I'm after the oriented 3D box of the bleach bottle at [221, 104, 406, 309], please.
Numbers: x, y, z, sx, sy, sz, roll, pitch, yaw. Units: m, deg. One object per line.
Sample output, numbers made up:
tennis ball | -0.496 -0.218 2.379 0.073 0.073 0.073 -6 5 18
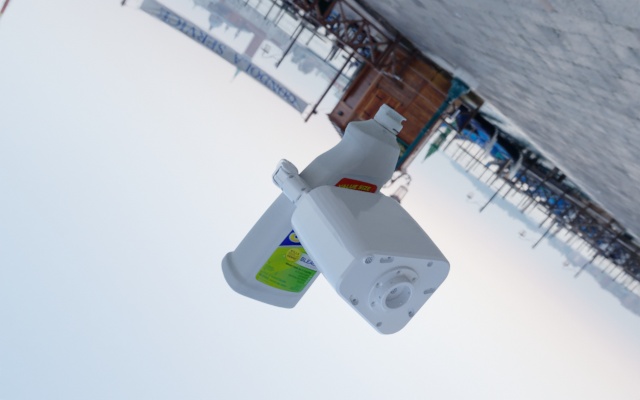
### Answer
bleach bottle | 0.000 0.002 0.525 0.102 0.251 0.068 27 16 -34
